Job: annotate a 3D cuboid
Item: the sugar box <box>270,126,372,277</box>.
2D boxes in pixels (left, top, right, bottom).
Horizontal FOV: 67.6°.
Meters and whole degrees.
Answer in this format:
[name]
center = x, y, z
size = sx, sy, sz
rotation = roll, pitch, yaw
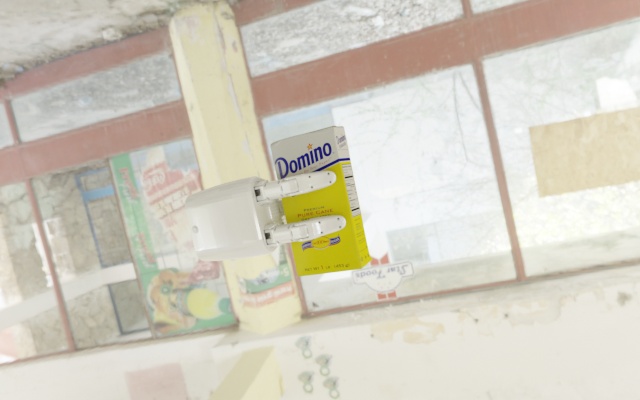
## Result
[sugar box]
center = 0.000, 0.002, 0.603
size = 0.093, 0.176, 0.048
rotation = -12, 4, 25
